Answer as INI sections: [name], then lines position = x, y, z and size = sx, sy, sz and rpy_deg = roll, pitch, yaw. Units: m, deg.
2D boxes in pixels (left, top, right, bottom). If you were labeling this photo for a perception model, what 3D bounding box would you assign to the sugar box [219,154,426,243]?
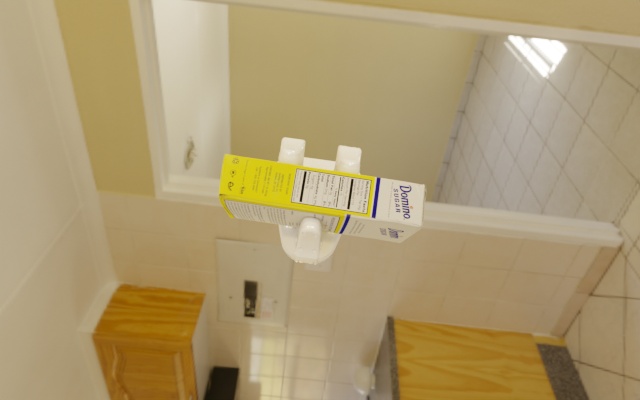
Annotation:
[sugar box]
position = 0.000, 0.001, 0.445
size = 0.176, 0.048, 0.093
rpy_deg = 6, -13, -2
